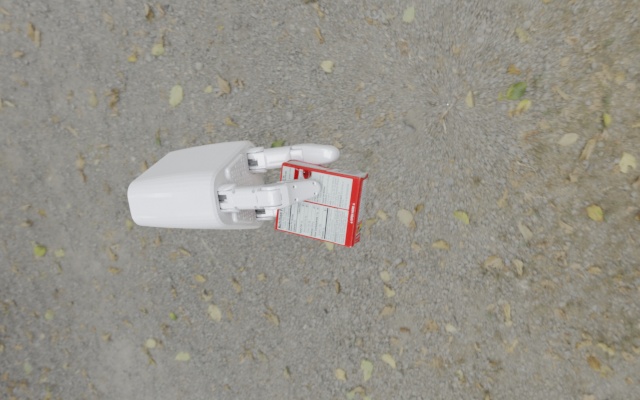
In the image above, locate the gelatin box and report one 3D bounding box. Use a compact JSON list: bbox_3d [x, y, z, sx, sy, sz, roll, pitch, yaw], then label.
[{"bbox_3d":[0.000,0.002,0.490,0.089,0.073,0.030,12,16,21],"label":"gelatin box"}]
